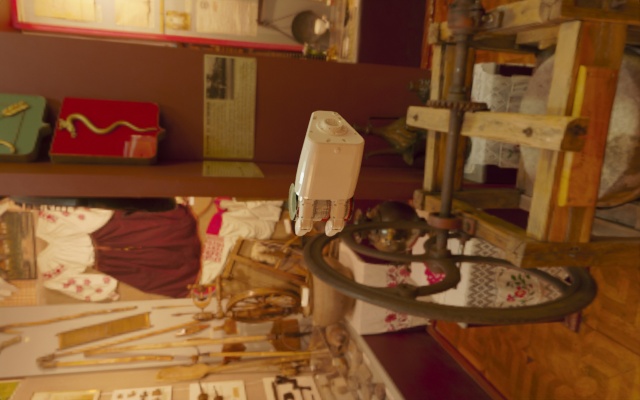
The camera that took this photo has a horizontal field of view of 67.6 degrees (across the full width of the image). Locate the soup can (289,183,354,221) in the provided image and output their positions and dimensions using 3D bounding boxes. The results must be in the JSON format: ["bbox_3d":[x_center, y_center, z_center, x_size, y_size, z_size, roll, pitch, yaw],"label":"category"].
[{"bbox_3d":[0.000,0.003,0.839,0.102,0.068,0.068,1,0,-14],"label":"soup can"}]
